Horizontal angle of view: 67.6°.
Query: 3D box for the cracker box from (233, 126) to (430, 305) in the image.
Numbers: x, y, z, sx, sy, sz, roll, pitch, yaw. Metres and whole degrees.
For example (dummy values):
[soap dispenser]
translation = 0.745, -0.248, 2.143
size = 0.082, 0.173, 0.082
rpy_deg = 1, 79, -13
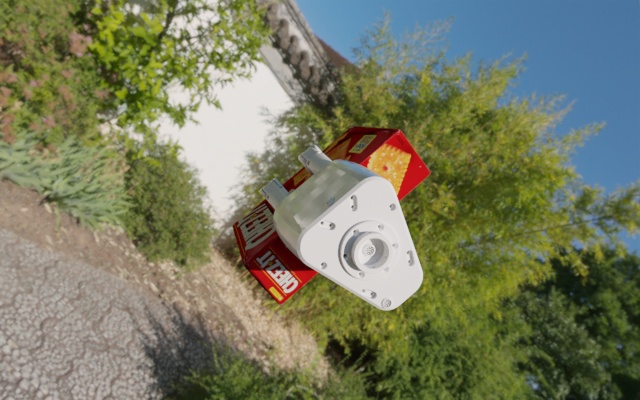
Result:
[cracker box]
translation = 0.000, 0.002, 0.567
size = 0.213, 0.072, 0.164
rpy_deg = -40, 17, -4
